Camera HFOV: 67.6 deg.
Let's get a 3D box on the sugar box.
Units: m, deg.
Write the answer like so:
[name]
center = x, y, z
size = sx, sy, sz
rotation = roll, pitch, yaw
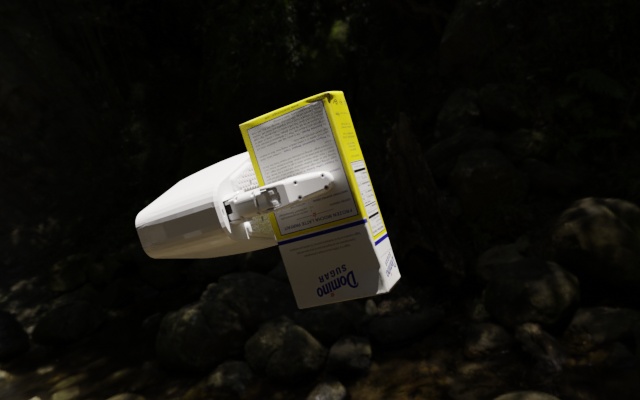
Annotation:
[sugar box]
center = 0.000, 0.001, 0.427
size = 0.093, 0.176, 0.048
rotation = -16, 5, 27
